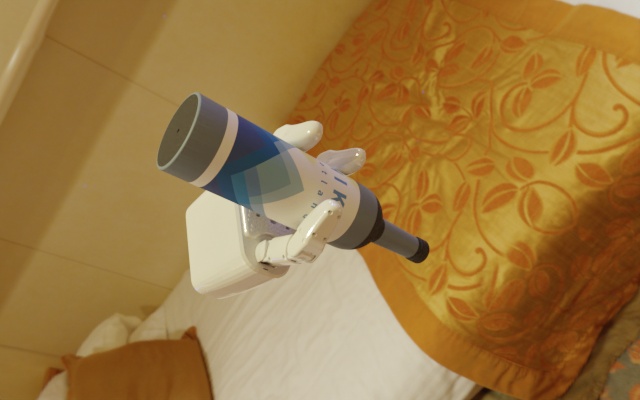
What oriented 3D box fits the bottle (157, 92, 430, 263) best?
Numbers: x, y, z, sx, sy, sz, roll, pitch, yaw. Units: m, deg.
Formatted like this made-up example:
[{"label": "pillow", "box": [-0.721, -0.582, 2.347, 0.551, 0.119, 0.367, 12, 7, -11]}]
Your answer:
[{"label": "bottle", "box": [0.000, 0.001, 0.447, 0.296, 0.069, 0.069, 27, -16, -33]}]
